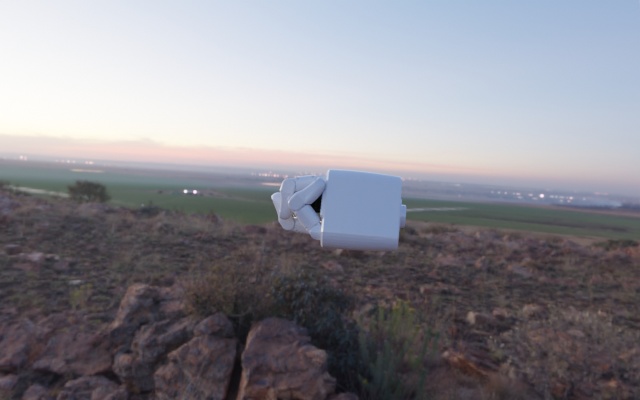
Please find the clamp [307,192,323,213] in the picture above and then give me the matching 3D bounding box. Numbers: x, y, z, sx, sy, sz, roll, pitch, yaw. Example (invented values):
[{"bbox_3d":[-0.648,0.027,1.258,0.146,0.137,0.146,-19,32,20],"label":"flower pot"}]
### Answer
[{"bbox_3d":[0.000,0.002,0.782,0.120,0.039,0.171,5,4,5],"label":"clamp"}]
